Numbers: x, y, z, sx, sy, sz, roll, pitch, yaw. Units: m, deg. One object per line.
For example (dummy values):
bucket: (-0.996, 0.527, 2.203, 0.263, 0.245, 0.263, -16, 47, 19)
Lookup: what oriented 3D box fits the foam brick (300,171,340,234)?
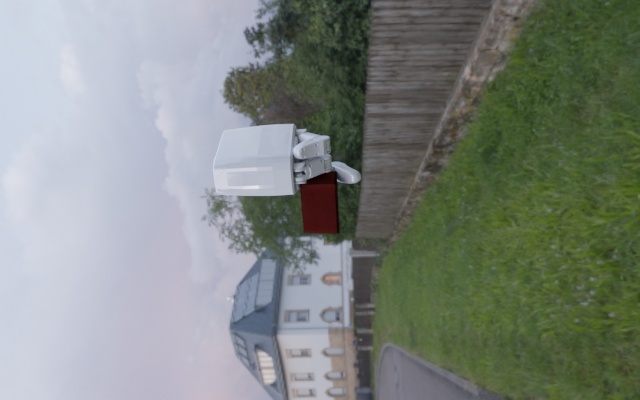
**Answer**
foam brick: (0.000, 0.003, 0.685, 0.051, 0.078, 0.053, -3, 23, 3)
